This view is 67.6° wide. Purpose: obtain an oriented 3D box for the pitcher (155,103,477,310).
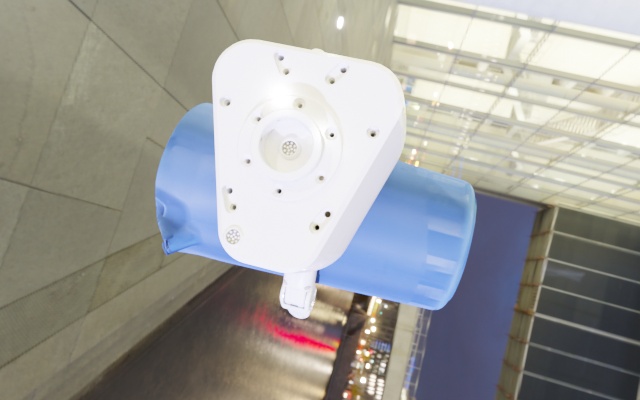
[{"bbox_3d":[0.000,0.001,0.412,0.243,0.149,0.145,15,-4,8],"label":"pitcher"}]
